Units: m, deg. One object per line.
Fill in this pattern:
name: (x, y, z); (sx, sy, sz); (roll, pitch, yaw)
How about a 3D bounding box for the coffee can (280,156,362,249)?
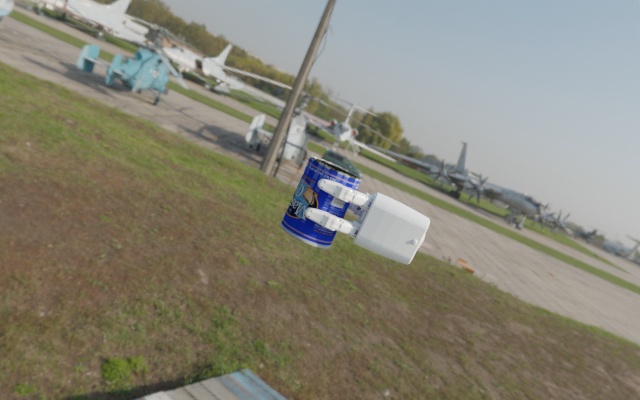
coffee can: (0.000, 0.003, 0.871); (0.103, 0.140, 0.103); (24, 9, -4)
